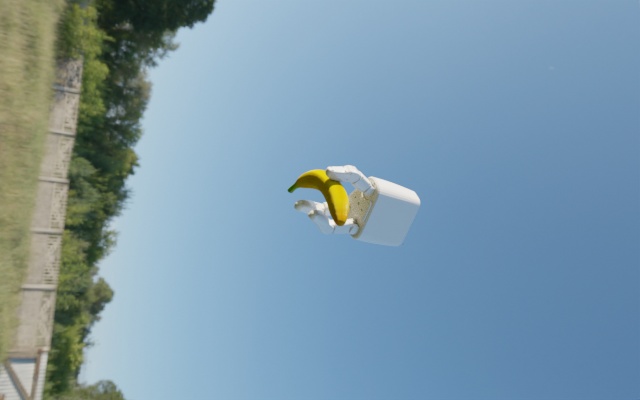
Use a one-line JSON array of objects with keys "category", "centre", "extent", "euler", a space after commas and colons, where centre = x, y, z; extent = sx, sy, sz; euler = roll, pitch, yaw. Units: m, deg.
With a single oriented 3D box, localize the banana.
[{"category": "banana", "centre": [0.007, -0.015, 0.839], "extent": [0.037, 0.069, 0.197], "euler": [23, 5, -32]}]
